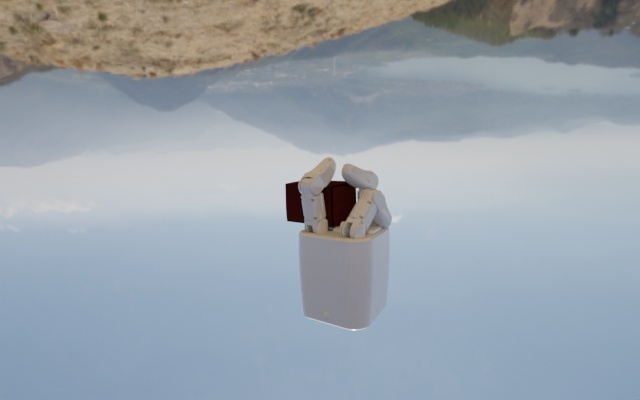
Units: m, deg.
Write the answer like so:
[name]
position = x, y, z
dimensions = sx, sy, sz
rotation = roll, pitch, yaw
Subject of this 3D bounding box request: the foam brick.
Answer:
[foam brick]
position = 0.000, 0.002, 0.608
dimensions = 0.078, 0.051, 0.053
rotation = 5, 10, 40
